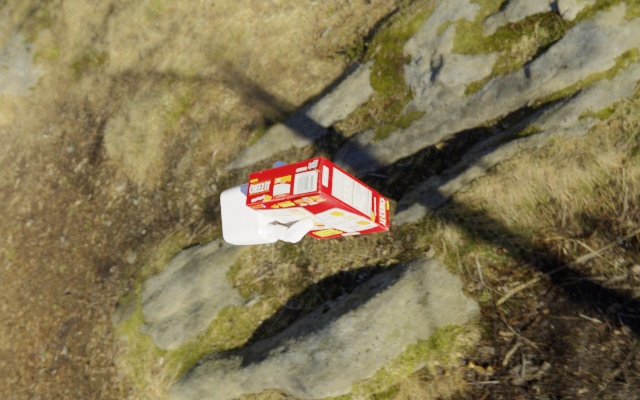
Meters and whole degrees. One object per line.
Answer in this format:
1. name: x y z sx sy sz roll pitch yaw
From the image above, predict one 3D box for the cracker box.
1. cracker box: 0.000 0.003 0.853 0.164 0.072 0.214 -10 -25 36
